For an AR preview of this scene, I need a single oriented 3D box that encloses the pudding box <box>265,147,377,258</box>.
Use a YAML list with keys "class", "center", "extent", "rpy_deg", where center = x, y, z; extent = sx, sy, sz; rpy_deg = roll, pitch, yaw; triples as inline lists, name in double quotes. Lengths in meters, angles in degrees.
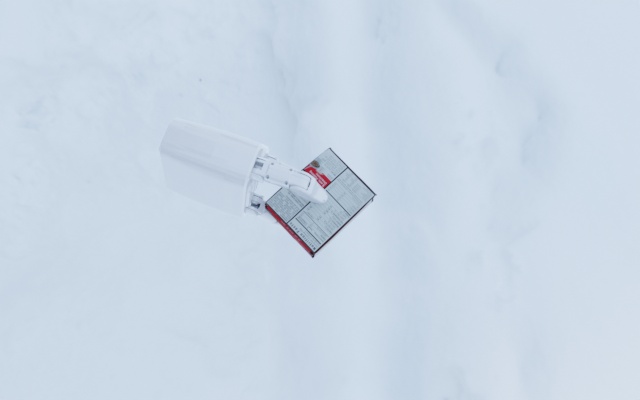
- class: "pudding box"
  center: [0.000, 0.002, 0.598]
  extent: [0.113, 0.090, 0.039]
  rpy_deg: [-42, -6, -11]
